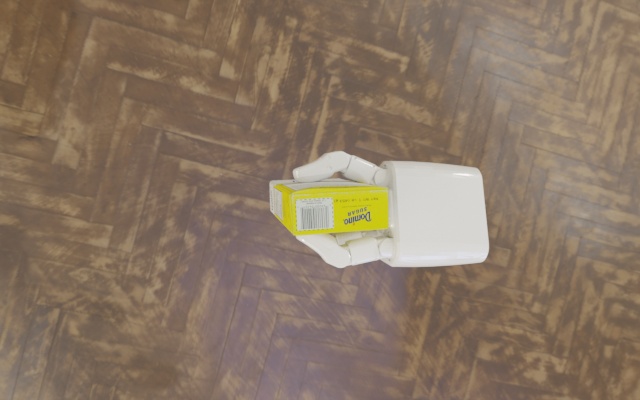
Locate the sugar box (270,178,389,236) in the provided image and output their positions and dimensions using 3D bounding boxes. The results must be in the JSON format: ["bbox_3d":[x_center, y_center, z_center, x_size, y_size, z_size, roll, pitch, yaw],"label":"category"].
[{"bbox_3d":[0.000,0.002,0.513,0.093,0.048,0.176,-2,4,-11],"label":"sugar box"}]
